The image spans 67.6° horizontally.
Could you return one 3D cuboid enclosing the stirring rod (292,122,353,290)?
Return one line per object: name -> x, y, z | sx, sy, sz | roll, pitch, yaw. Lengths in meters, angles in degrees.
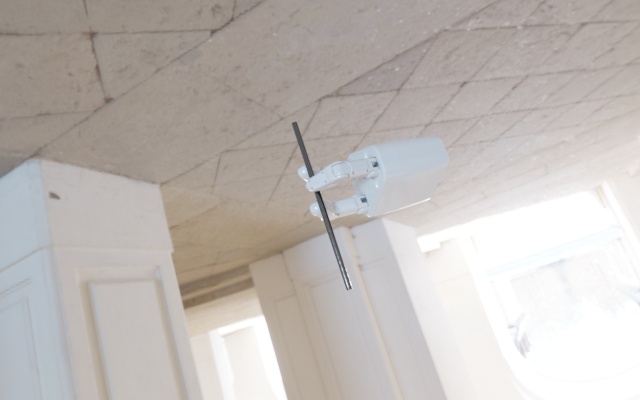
stirring rod -> 0.000, 0.002, 0.633 | 0.011, 0.239, 0.011 | -17, -15, -5
